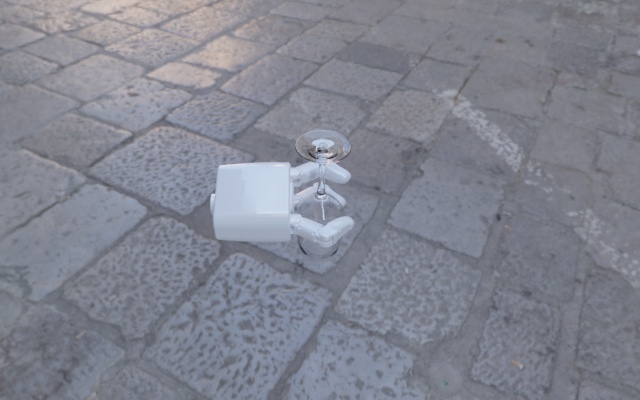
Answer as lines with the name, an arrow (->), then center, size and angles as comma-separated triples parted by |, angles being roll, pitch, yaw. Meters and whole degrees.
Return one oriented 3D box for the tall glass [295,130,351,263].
tall glass -> 0.000, 0.002, 0.690 | 0.079, 0.201, 0.079 | 1, 42, -1
